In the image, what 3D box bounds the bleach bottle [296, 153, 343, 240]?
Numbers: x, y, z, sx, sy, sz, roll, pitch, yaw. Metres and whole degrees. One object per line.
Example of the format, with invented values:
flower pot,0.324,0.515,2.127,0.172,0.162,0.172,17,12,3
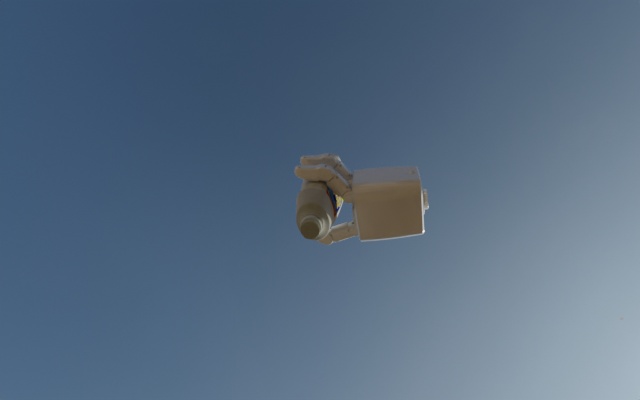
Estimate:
bleach bottle,0.000,0.002,0.787,0.068,0.103,0.250,-7,21,10
